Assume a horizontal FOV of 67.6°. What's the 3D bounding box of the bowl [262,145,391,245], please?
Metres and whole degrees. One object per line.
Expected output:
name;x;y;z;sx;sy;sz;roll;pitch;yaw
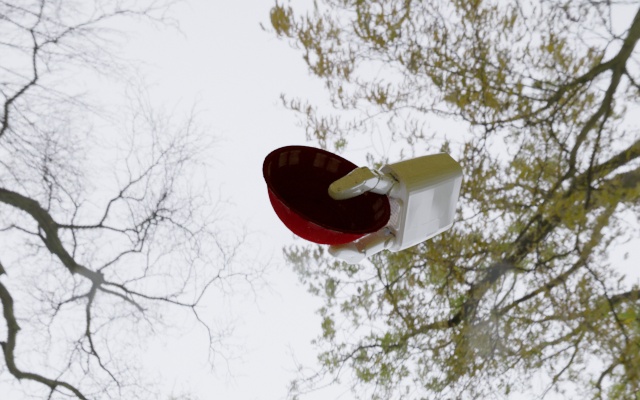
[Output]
bowl;-0.001;0.002;0.570;0.162;0.055;0.162;18;34;-13
